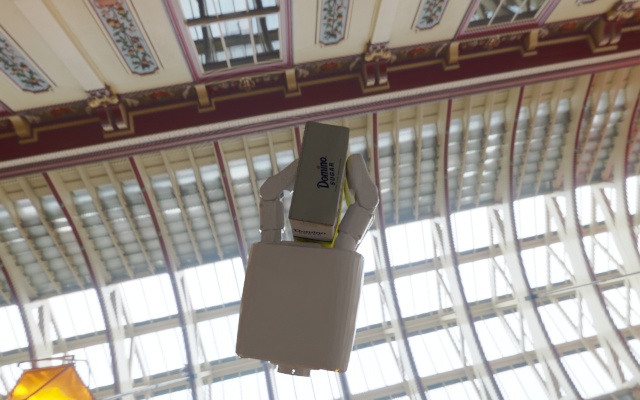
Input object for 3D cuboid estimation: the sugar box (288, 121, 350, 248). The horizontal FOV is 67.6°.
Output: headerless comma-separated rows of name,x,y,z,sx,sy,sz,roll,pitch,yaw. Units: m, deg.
sugar box,0.001,0.002,0.484,0.048,0.093,0.176,9,-16,1
